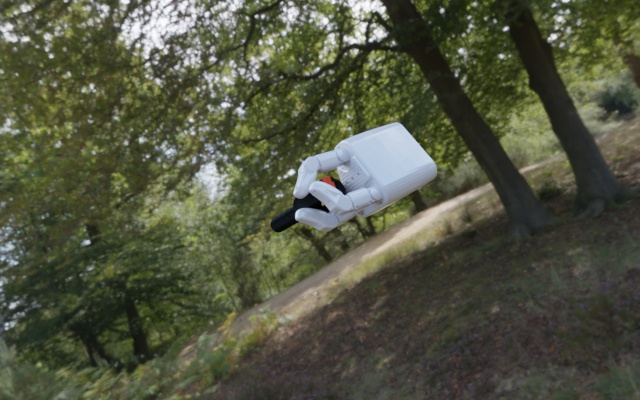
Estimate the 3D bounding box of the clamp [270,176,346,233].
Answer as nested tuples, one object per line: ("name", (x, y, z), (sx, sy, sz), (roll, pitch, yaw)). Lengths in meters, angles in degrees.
("clamp", (0.000, 0.002, 0.719), (0.120, 0.039, 0.171), (-24, -7, -28))
